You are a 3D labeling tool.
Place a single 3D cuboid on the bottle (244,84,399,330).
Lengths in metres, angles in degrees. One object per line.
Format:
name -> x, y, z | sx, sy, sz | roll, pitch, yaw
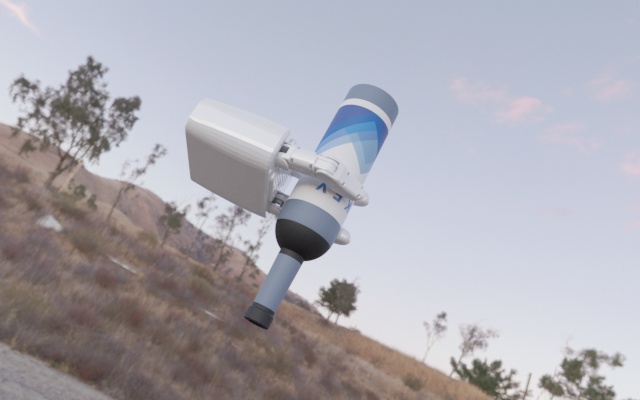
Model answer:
bottle -> 0.000, 0.002, 0.528 | 0.069, 0.295, 0.069 | 24, -22, 10
